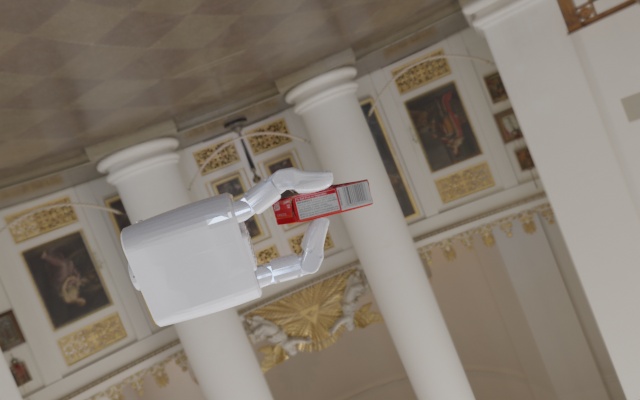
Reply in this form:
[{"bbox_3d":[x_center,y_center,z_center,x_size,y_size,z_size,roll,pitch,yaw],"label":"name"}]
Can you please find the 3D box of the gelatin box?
[{"bbox_3d":[0.001,0.002,0.514,0.089,0.030,0.073,-13,1,-21],"label":"gelatin box"}]
